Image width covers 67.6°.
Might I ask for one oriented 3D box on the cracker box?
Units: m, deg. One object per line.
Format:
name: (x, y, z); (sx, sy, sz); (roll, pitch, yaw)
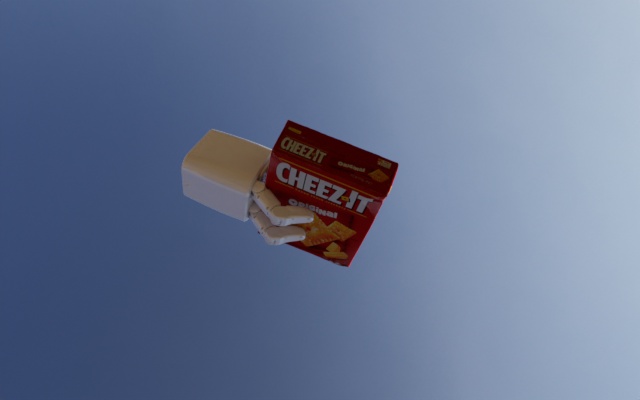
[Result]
cracker box: (0.000, 0.002, 0.710); (0.164, 0.072, 0.214); (21, -35, 2)
